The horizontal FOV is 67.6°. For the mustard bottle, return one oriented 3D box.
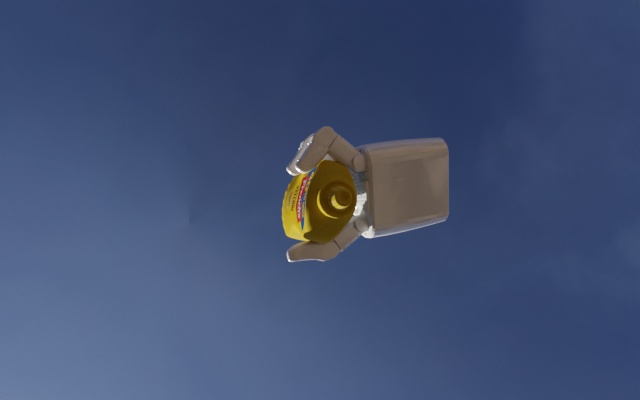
[{"bbox_3d":[0.000,0.002,0.569,0.058,0.096,0.191,16,-6,-14],"label":"mustard bottle"}]
